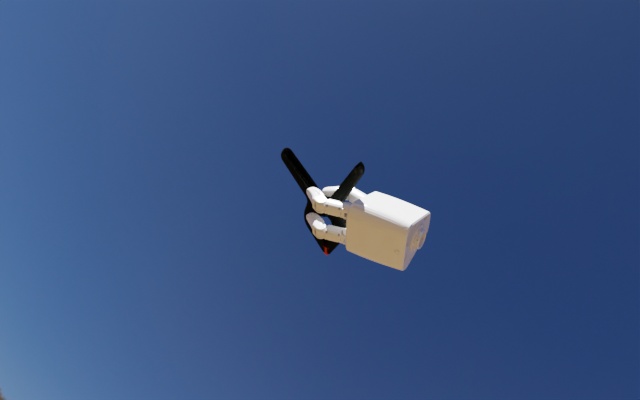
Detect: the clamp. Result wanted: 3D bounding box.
[{"bbox_3d":[0.001,0.003,0.865,0.164,0.210,0.036,21,39,27],"label":"clamp"}]
